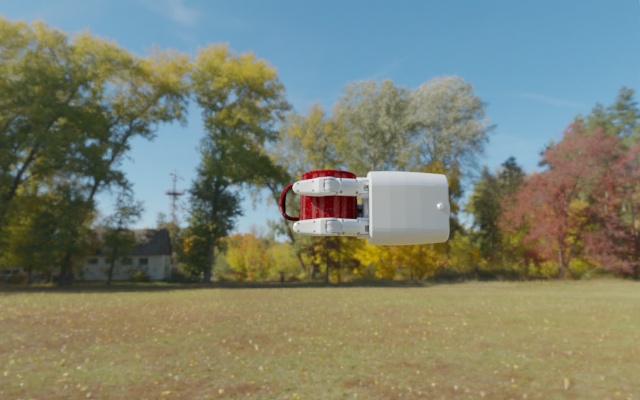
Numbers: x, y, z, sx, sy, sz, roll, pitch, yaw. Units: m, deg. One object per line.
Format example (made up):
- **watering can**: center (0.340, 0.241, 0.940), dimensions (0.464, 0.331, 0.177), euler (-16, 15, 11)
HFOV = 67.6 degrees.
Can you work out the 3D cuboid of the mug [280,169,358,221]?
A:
- **mug**: center (-0.001, 0.002, 0.686), dimensions (0.117, 0.081, 0.093), euler (1, -8, -1)
